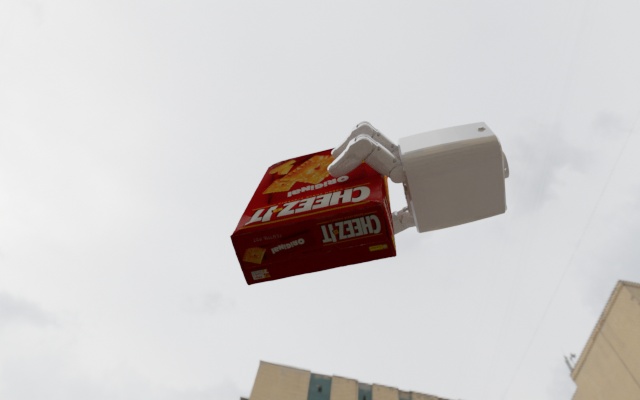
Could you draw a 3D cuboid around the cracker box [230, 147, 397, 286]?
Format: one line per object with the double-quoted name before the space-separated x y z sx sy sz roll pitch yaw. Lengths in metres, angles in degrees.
"cracker box" 0.000 0.002 0.576 0.164 0.072 0.213 -13 22 11
